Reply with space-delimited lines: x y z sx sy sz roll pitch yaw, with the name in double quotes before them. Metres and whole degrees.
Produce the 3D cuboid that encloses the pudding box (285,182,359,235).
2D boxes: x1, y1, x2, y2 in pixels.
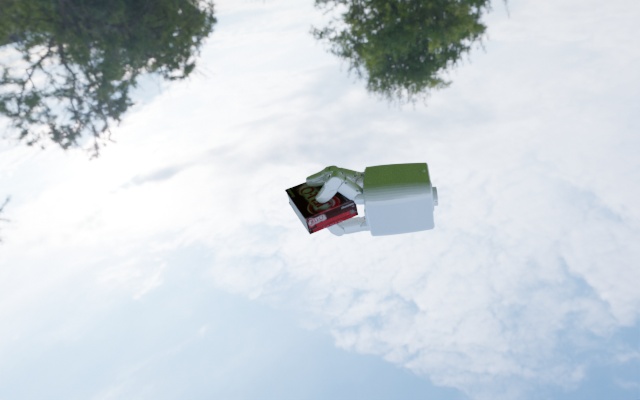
"pudding box" 0.000 0.003 0.805 0.090 0.039 0.113 -21 31 -13
